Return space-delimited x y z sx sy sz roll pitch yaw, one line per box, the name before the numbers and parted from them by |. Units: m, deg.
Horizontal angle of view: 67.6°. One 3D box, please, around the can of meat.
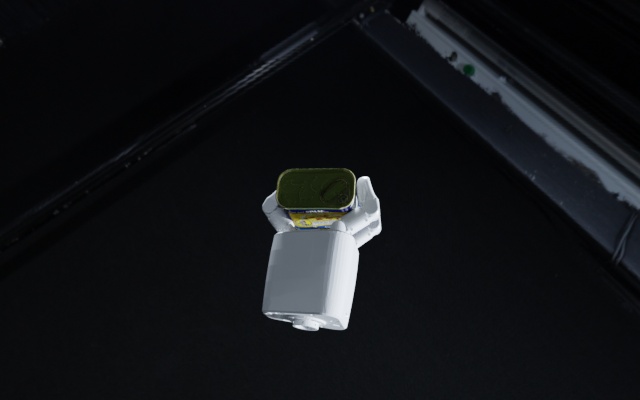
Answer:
can of meat | 0.000 0.002 0.642 0.102 0.057 0.084 0 -26 11
